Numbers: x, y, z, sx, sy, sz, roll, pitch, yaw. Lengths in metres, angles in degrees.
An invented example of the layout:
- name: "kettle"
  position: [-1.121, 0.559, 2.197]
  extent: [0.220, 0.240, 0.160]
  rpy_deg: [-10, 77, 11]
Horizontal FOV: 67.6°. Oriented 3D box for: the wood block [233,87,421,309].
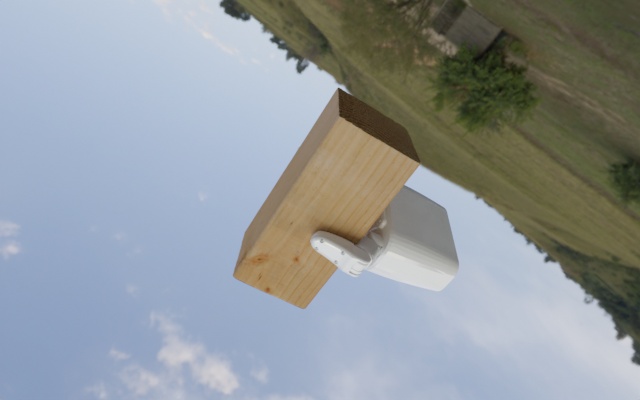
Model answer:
- name: "wood block"
  position: [0.000, 0.002, 0.498]
  extent: [0.090, 0.206, 0.090]
  rpy_deg: [28, 26, -15]
